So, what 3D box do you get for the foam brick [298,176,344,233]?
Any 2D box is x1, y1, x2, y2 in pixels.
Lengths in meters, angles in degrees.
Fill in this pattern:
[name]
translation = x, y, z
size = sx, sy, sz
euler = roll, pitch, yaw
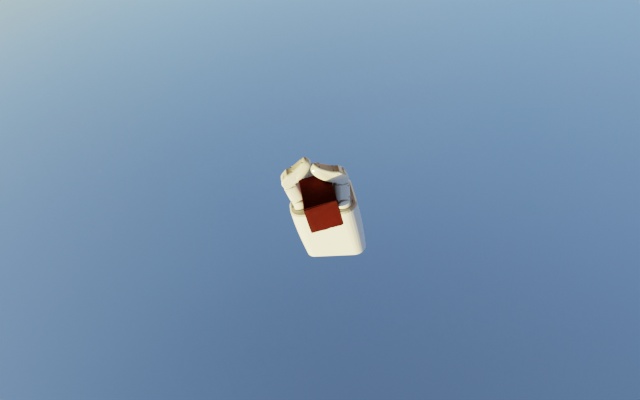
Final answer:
[foam brick]
translation = 0.000, 0.003, 0.737
size = 0.053, 0.051, 0.078
euler = -15, 39, 2
